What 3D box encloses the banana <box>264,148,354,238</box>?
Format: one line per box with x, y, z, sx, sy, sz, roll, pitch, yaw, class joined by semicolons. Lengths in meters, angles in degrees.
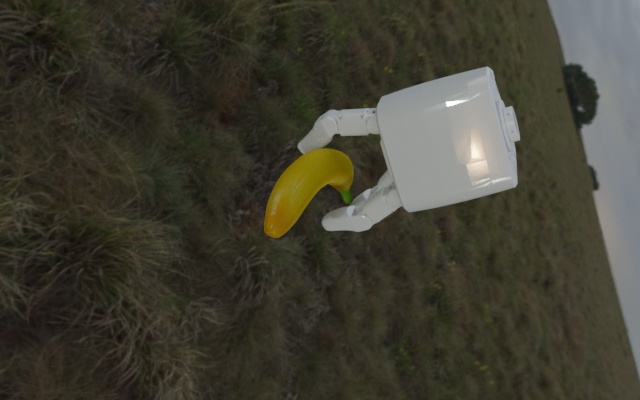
-0.003;-0.017;0.482;0.037;0.069;0.198;-11;4;27;banana
